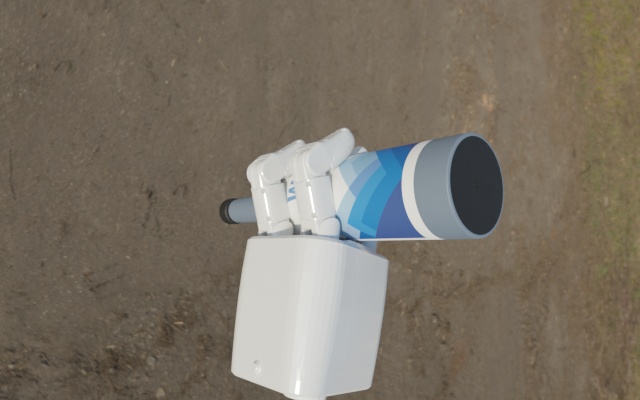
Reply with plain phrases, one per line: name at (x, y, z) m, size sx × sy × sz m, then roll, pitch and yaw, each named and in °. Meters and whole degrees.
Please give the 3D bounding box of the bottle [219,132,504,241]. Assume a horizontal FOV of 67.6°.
bottle at (0.000, 0.001, 0.405) m, size 0.069 × 0.069 × 0.296 m, roll 0°, pitch -4°, yaw -42°
